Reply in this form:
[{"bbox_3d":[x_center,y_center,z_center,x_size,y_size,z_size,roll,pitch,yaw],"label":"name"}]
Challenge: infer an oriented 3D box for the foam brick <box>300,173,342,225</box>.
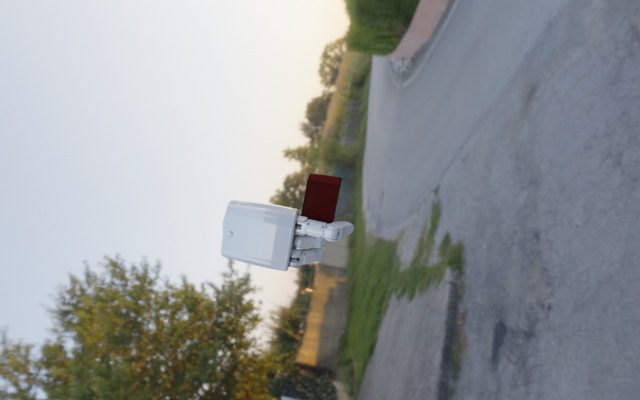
[{"bbox_3d":[0.000,0.002,0.740,0.051,0.078,0.053,11,16,2],"label":"foam brick"}]
